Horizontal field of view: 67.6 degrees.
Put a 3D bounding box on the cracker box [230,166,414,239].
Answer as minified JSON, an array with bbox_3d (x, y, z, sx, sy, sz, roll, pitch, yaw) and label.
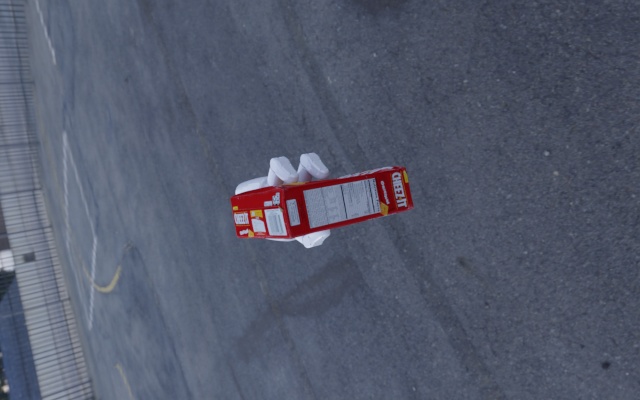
[{"bbox_3d":[0.000,0.003,0.701,0.213,0.072,0.164,-12,3,-33],"label":"cracker box"}]
